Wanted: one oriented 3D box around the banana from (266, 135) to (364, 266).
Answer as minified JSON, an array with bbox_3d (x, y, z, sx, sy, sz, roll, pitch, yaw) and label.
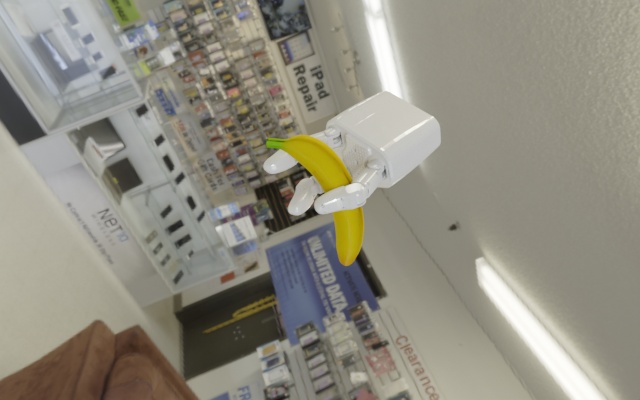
[{"bbox_3d":[0.013,-0.006,0.584,0.069,0.198,0.037,-18,23,32],"label":"banana"}]
